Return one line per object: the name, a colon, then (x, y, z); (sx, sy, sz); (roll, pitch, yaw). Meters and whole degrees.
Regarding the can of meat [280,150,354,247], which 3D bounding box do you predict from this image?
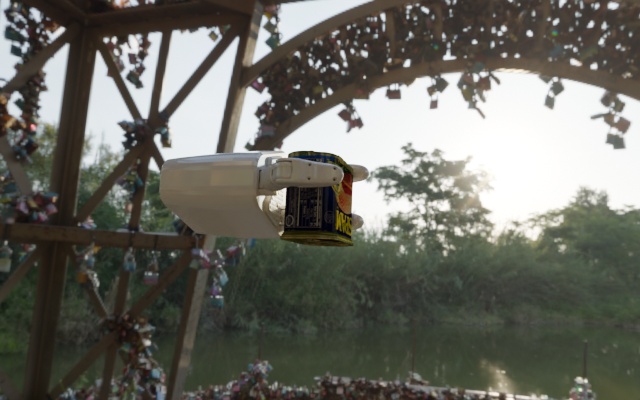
can of meat: (0.000, 0.001, 0.484); (0.057, 0.084, 0.102); (-1, -9, 16)
